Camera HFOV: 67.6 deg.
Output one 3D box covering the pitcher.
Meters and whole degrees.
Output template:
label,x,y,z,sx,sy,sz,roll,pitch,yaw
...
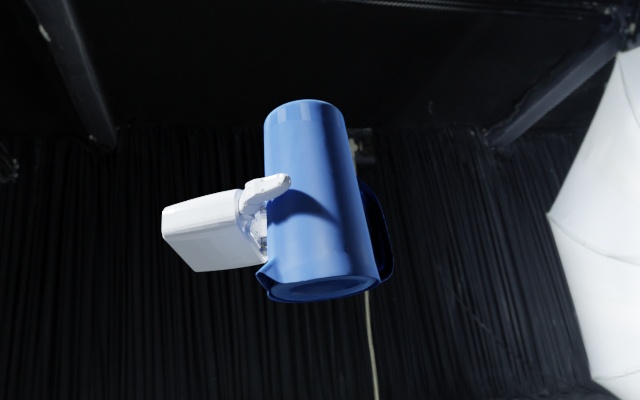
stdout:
label,x,y,z,sx,sy,sz,roll,pitch,yaw
pitcher,0.000,0.002,0.608,0.145,0.242,0.149,-12,-22,13
